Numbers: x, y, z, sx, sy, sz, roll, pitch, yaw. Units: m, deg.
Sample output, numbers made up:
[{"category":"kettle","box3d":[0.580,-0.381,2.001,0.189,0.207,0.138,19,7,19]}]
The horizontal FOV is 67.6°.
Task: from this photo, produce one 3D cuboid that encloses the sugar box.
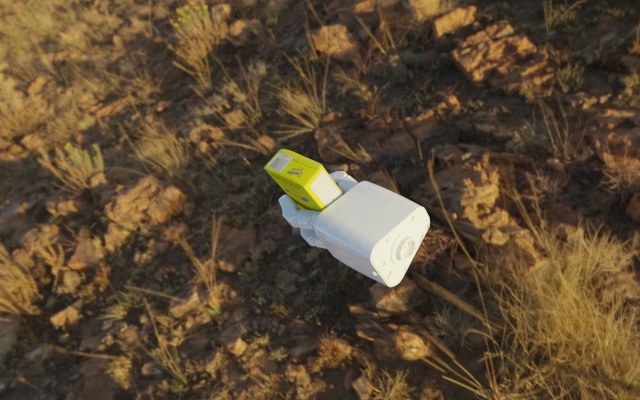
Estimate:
[{"category":"sugar box","box3d":[0.000,0.003,0.702,0.093,0.048,0.176,27,-19,43]}]
